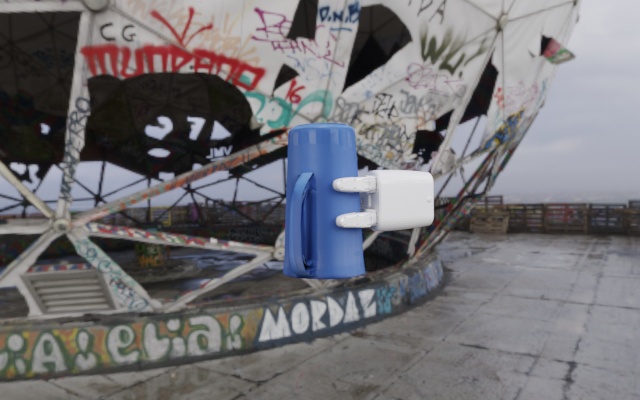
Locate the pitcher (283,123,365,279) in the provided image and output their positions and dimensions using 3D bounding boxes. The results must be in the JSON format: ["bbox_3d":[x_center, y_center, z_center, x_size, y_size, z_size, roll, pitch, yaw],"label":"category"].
[{"bbox_3d":[0.000,0.002,0.762,0.145,0.243,0.149,-2,2,-20],"label":"pitcher"}]
